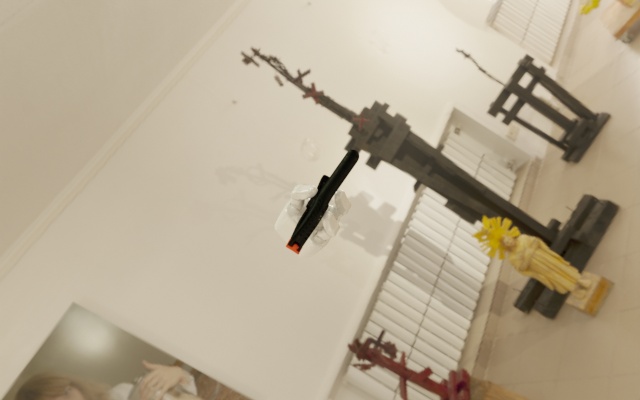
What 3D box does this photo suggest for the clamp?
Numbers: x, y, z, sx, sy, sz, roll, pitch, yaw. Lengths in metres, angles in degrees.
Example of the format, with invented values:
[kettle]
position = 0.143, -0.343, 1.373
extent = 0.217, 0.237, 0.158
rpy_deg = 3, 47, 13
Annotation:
[clamp]
position = -0.001, 0.003, 0.893
extent = 0.036, 0.210, 0.165
rpy_deg = 33, -30, -7
